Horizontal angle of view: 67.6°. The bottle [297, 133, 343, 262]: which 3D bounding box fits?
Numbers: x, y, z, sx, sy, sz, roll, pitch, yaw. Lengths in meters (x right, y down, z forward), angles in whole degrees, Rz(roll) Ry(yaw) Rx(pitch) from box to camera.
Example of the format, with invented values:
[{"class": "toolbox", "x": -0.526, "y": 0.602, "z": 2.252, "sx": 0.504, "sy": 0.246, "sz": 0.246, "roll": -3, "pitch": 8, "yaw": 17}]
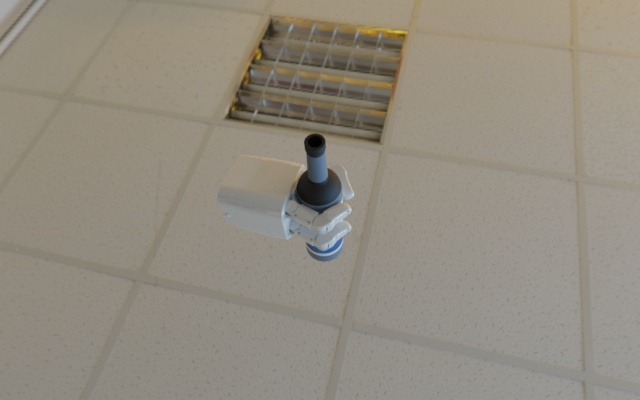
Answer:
[{"class": "bottle", "x": 0.000, "y": 0.003, "z": 0.724, "sx": 0.069, "sy": 0.069, "sz": 0.296, "roll": 0, "pitch": -31, "yaw": 3}]
